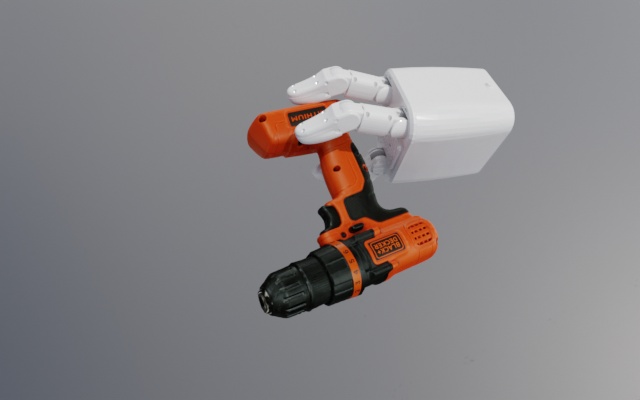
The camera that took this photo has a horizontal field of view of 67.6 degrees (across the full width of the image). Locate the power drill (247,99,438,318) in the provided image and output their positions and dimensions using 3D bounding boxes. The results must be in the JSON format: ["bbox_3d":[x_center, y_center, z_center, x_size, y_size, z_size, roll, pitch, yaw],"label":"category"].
[{"bbox_3d":[0.000,0.001,0.451,0.184,0.187,0.057,-17,-18,-29],"label":"power drill"}]
